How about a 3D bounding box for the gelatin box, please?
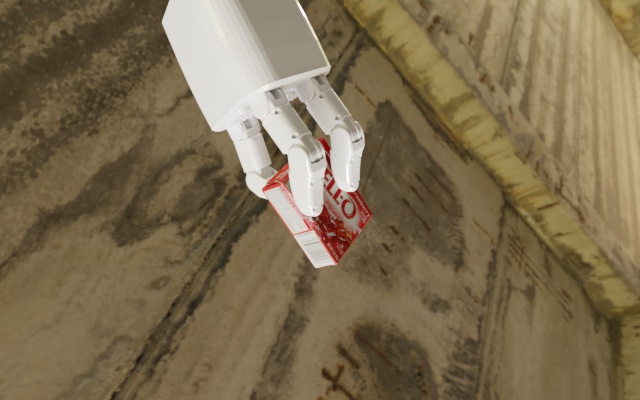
[{"bbox_3d":[0.000,0.002,0.416,0.030,0.089,0.073,-16,24,43],"label":"gelatin box"}]
